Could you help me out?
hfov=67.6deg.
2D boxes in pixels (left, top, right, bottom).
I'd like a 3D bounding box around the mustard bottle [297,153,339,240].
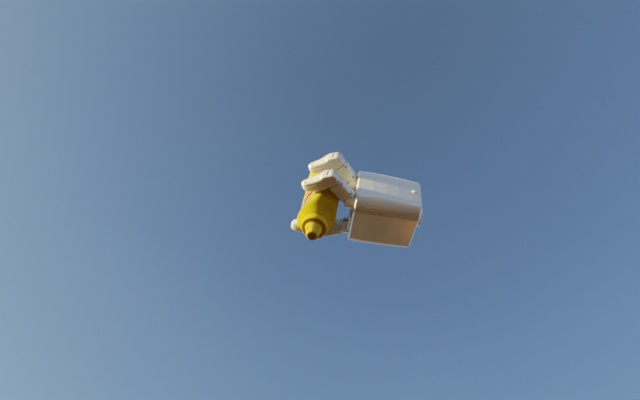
[{"bbox_3d":[0.000,0.002,0.803,0.058,0.096,0.191,30,33,-11],"label":"mustard bottle"}]
